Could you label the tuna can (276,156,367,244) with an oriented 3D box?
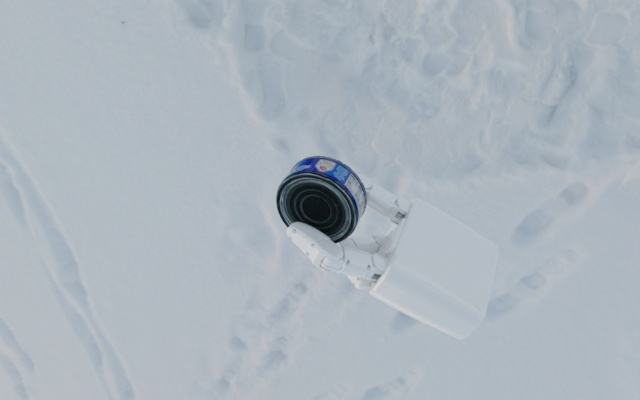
[{"bbox_3d":[0.000,0.002,0.470,0.086,0.086,0.033,0,32,24],"label":"tuna can"}]
